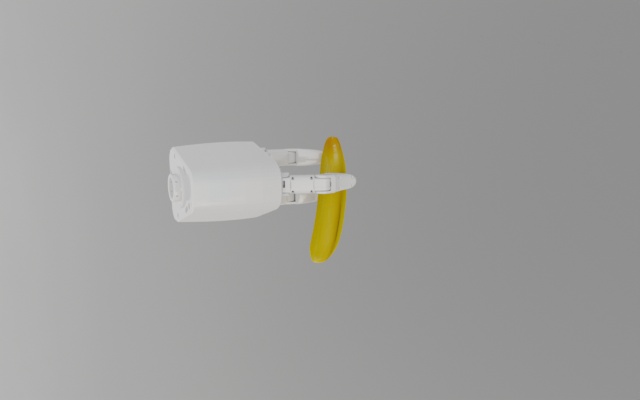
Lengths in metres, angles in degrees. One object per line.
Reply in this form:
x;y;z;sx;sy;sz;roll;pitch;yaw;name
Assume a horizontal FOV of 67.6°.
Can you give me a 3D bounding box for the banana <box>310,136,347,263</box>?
0.007;0.015;0.642;0.037;0.198;0.069;-5;35;-25;banana
